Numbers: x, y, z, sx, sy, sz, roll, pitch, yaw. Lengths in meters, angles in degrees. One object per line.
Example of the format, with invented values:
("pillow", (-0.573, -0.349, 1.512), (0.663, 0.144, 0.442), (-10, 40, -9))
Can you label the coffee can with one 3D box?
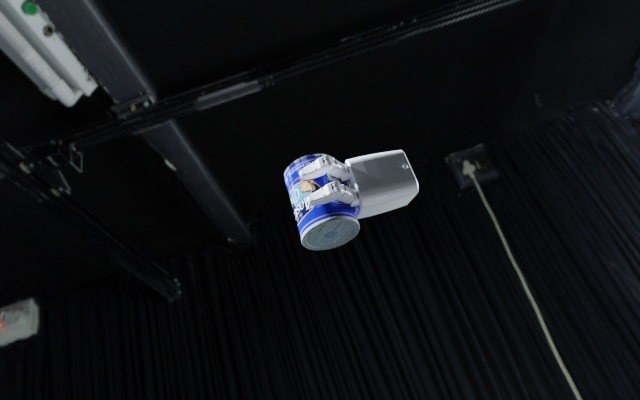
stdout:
("coffee can", (0.000, 0.003, 0.847), (0.103, 0.140, 0.103), (-13, -31, -8))
